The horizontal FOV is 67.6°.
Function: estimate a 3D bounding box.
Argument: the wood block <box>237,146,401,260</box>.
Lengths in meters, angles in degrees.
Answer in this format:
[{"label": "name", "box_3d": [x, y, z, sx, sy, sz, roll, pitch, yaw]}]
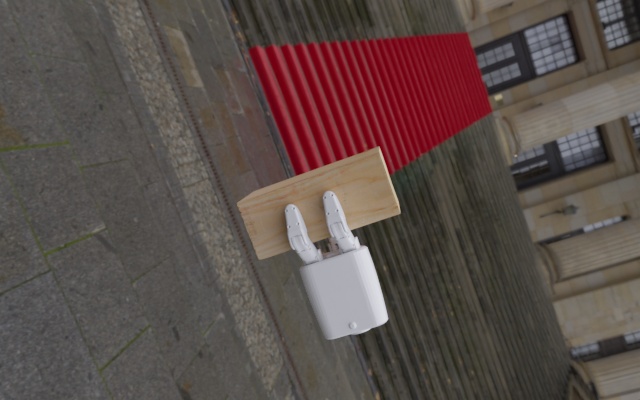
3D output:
[{"label": "wood block", "box_3d": [0.000, 0.003, 0.682, 0.206, 0.090, 0.091, -19, 8, 10]}]
